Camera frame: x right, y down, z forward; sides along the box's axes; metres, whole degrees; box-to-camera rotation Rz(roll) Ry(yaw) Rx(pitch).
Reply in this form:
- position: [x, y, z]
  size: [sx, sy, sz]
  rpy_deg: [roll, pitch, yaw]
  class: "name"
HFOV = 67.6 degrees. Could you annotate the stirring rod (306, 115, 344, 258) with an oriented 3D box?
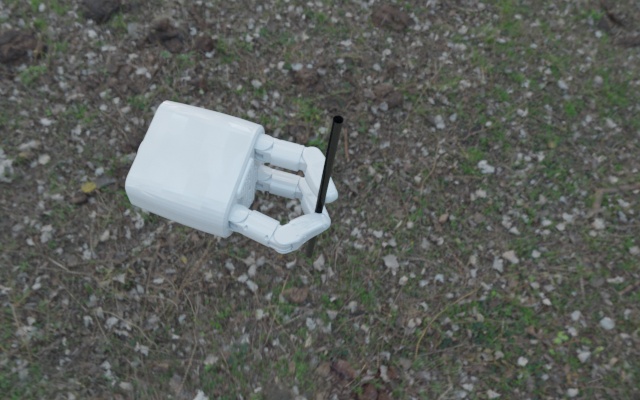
- position: [0.000, 0.002, 0.460]
  size: [0.011, 0.011, 0.240]
  rpy_deg: [0, -31, -7]
  class: "stirring rod"
